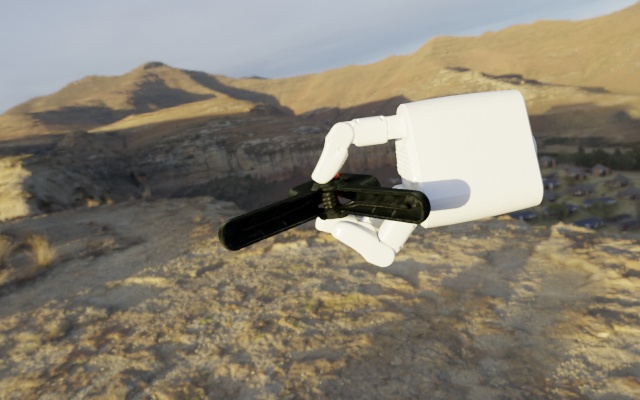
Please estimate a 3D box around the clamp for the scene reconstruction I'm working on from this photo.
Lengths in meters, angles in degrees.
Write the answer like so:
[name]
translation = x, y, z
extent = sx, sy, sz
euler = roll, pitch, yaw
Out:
[clamp]
translation = 0.000, 0.001, 0.449
extent = 0.164, 0.036, 0.210
euler = -9, 10, 1
